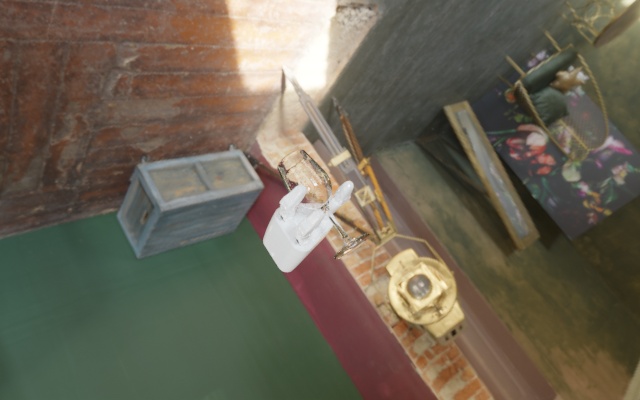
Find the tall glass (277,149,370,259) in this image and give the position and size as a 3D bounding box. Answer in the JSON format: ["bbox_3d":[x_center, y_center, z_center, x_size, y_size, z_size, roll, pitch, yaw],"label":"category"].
[{"bbox_3d":[0.001,0.003,0.855,0.079,0.201,0.079,-31,-17,-11],"label":"tall glass"}]
